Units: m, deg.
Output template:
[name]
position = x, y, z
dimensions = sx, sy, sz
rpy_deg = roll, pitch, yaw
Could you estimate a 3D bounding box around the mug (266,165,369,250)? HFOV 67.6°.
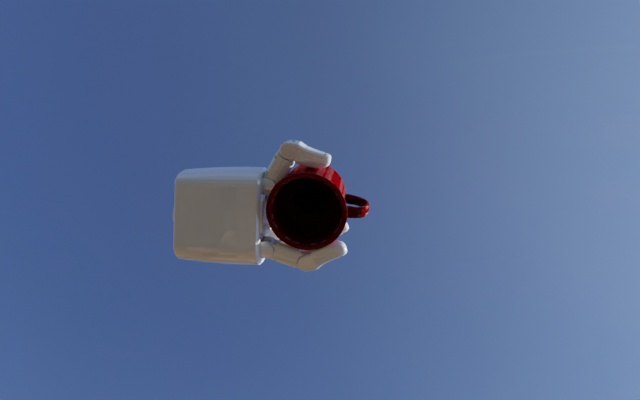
[mug]
position = 0.002, 0.002, 0.574
dimensions = 0.117, 0.093, 0.081
rpy_deg = 3, 18, 5
